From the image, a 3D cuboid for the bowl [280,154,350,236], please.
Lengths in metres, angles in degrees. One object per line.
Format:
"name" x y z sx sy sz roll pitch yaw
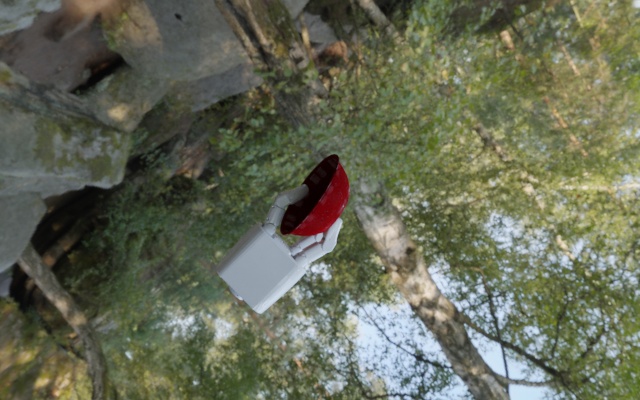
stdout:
"bowl" 0.001 0.002 0.802 0.055 0.162 0.162 34 -10 -16
